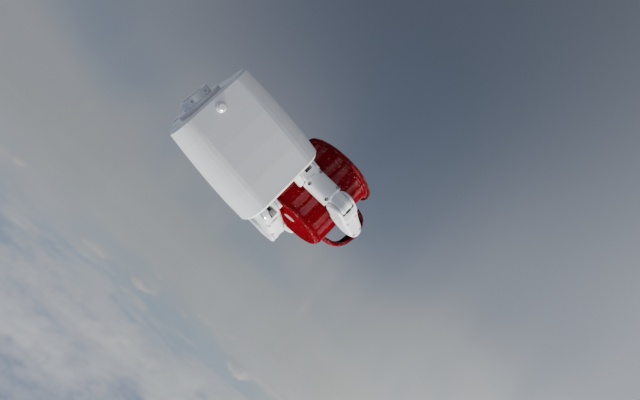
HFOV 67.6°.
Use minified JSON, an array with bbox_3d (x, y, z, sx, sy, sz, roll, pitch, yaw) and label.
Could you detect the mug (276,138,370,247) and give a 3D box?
[{"bbox_3d":[0.001,0.003,0.528,0.081,0.117,0.093,-46,22,-16],"label":"mug"}]
